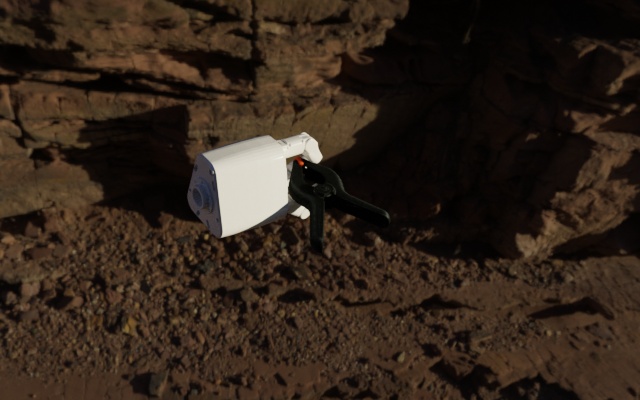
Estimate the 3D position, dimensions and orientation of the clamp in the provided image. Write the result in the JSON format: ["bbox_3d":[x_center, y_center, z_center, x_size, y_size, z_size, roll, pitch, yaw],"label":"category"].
[{"bbox_3d":[0.000,0.002,0.664,0.120,0.039,0.171,-22,48,-36],"label":"clamp"}]
